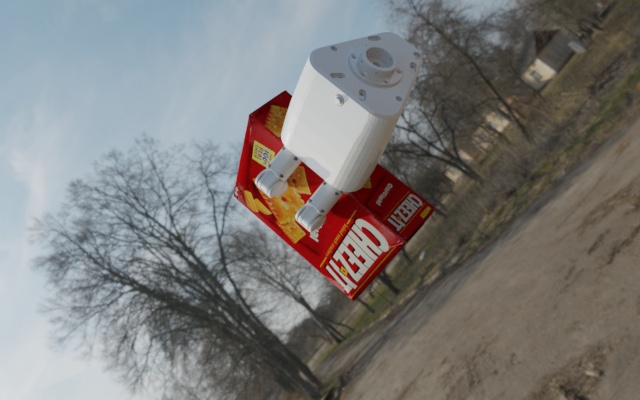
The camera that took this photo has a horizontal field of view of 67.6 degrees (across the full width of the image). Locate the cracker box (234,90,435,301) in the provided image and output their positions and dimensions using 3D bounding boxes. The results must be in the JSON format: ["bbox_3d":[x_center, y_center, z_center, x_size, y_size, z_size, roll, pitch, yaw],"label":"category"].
[{"bbox_3d":[0.000,0.002,0.564,0.072,0.213,0.164,-43,-12,-35],"label":"cracker box"}]
